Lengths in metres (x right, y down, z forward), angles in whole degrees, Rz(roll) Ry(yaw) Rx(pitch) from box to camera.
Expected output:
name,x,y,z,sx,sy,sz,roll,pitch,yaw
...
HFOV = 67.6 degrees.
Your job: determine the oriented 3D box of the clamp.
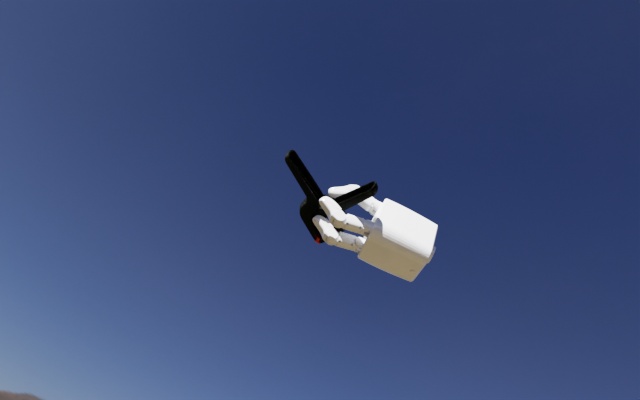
name,x,y,z,sx,sy,sz,roll,pitch,yaw
clamp,0.001,0.003,0.857,0.164,0.036,0.210,27,-38,6
